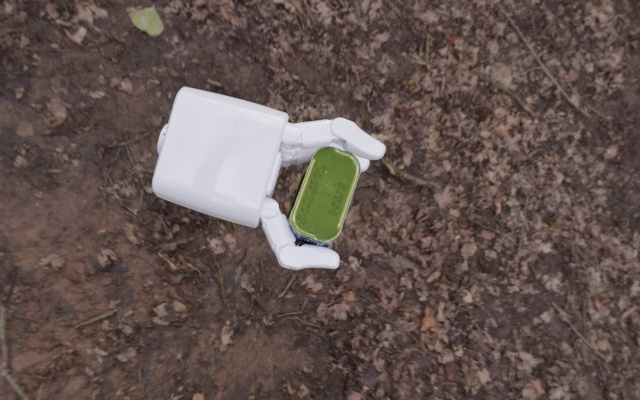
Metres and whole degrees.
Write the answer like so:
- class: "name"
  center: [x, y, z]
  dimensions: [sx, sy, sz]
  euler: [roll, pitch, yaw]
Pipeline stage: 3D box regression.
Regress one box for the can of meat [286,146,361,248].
- class: "can of meat"
  center: [0.000, 0.002, 0.501]
  dimensions: [0.057, 0.102, 0.084]
  euler: [20, -15, -3]
